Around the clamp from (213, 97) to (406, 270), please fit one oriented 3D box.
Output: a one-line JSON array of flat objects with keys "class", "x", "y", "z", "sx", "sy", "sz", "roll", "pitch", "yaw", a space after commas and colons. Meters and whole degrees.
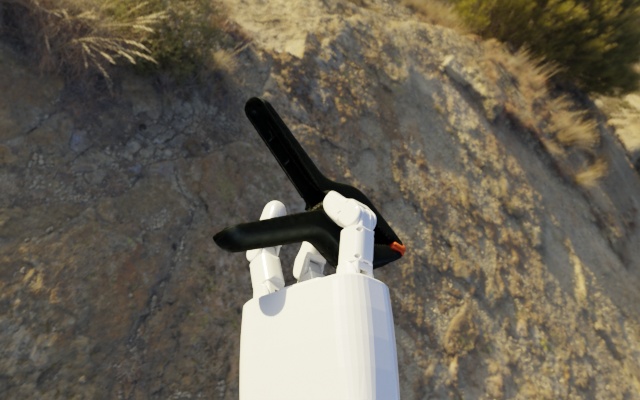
[{"class": "clamp", "x": 0.001, "y": 0.002, "z": 0.447, "sx": 0.210, "sy": 0.164, "sz": 0.036, "roll": 26, "pitch": -42, "yaw": -34}]
